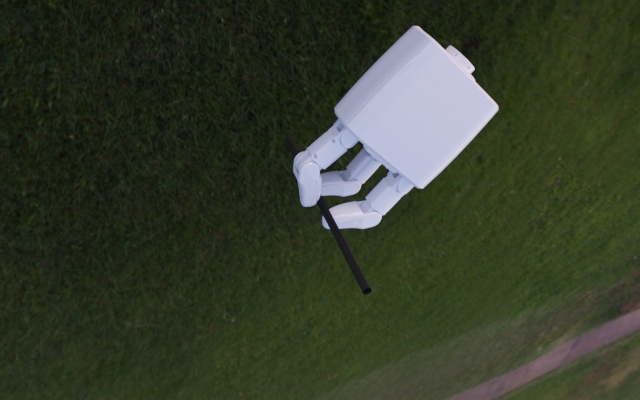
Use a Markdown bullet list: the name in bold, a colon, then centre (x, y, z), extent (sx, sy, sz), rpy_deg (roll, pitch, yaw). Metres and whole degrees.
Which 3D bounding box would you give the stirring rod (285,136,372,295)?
- **stirring rod**: centre (0.000, 0.001, 0.485), extent (0.011, 0.011, 0.239), rpy_deg (0, 38, -25)
